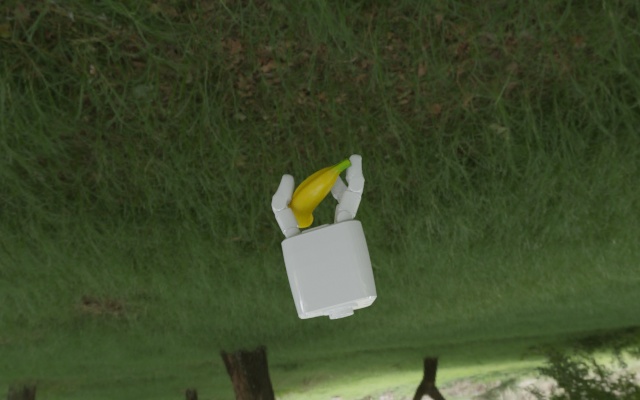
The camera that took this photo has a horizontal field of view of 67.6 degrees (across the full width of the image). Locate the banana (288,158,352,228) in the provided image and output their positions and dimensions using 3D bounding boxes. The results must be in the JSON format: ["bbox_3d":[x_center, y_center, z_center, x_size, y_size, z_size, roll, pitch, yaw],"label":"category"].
[{"bbox_3d":[-0.015,0.004,0.707,0.069,0.037,0.198,-11,-20,-25],"label":"banana"}]
